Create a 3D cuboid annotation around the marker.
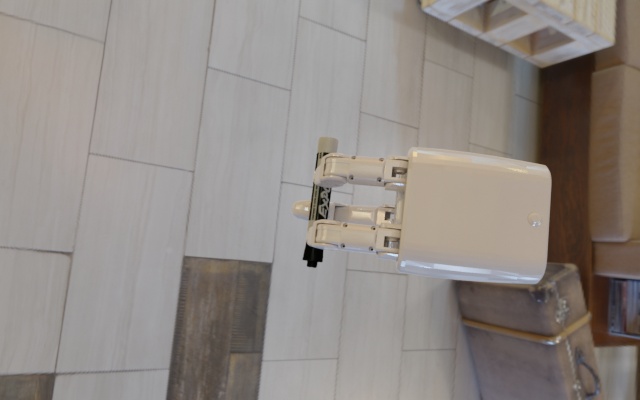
[{"bbox_3d":[0.000,0.001,0.441,0.020,0.121,0.020,7,-8,1],"label":"marker"}]
